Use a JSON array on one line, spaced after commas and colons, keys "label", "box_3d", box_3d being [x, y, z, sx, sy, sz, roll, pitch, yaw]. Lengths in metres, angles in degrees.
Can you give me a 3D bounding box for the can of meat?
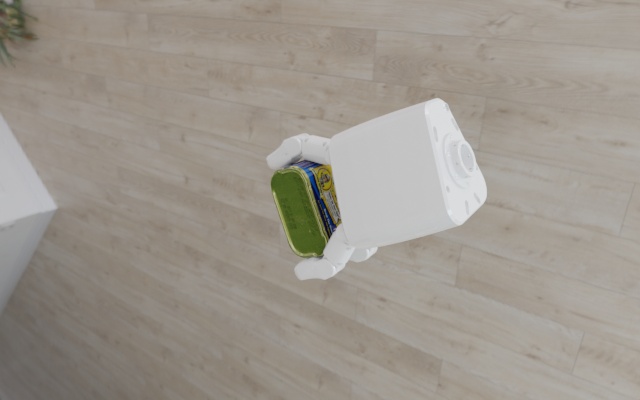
[{"label": "can of meat", "box_3d": [0.000, 0.002, 0.513, 0.057, 0.102, 0.084, -13, 9, 39]}]
